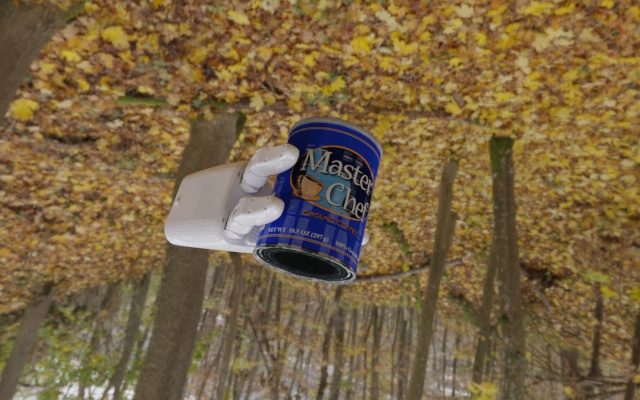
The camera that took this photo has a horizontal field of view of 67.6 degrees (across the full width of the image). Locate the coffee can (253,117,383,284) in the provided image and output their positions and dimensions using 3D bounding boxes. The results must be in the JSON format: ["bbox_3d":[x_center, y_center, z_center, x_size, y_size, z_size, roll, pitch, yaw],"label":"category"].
[{"bbox_3d":[0.000,0.001,0.487,0.103,0.140,0.103,12,-23,5],"label":"coffee can"}]
